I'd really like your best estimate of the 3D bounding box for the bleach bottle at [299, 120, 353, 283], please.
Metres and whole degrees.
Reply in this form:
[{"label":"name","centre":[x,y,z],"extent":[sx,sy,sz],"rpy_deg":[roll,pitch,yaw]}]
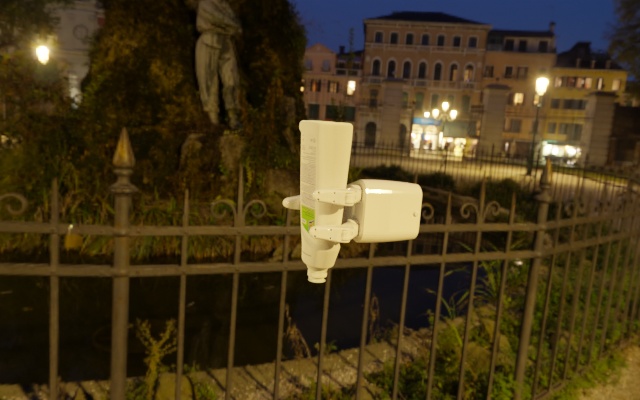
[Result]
[{"label":"bleach bottle","centre":[0.000,0.002,0.754],"extent":[0.068,0.251,0.102],"rpy_deg":[1,9,-21]}]
